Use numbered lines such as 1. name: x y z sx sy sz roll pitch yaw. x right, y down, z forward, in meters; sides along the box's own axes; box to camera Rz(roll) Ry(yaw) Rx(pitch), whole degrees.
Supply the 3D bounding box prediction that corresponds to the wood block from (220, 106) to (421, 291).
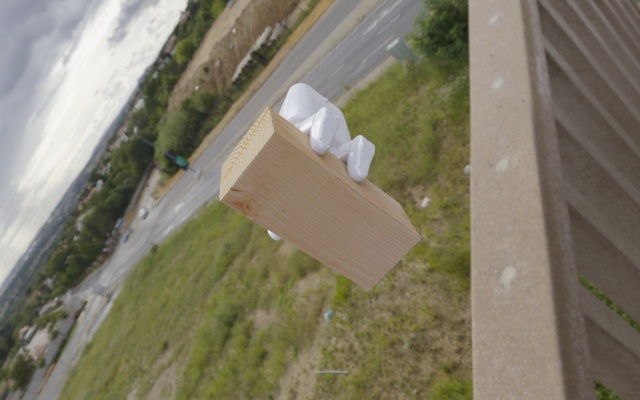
1. wood block: 0.000 0.002 0.534 0.206 0.091 0.090 34 18 -24
